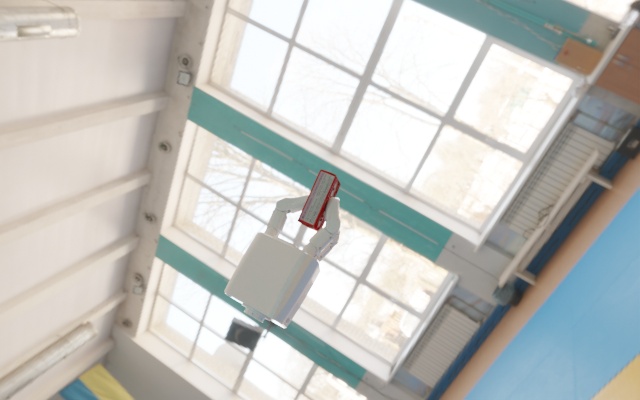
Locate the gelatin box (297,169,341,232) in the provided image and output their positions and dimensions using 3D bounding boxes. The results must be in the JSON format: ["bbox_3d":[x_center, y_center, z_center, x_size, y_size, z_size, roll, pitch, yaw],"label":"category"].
[{"bbox_3d":[0.000,0.002,0.748,0.030,0.089,0.073,22,-5,11],"label":"gelatin box"}]
